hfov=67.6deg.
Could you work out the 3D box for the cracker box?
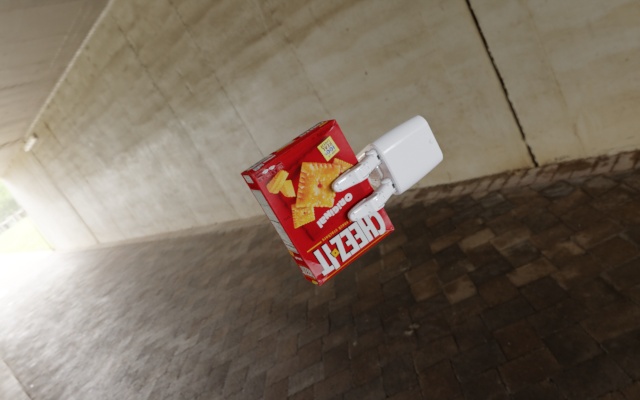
[{"bbox_3d":[0.000,0.002,0.771,0.164,0.214,0.072,-35,16,-16],"label":"cracker box"}]
